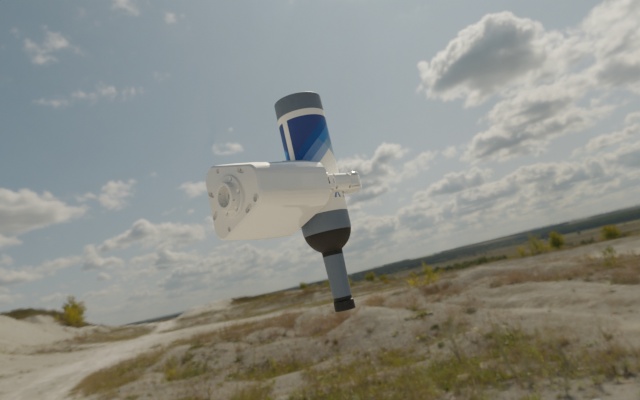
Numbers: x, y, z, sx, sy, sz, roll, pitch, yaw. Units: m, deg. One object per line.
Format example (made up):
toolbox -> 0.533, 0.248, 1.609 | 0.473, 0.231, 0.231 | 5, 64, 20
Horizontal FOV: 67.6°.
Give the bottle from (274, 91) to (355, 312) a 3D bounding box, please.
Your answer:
bottle -> 0.000, 0.002, 0.649 | 0.069, 0.295, 0.069 | -13, -9, -2
